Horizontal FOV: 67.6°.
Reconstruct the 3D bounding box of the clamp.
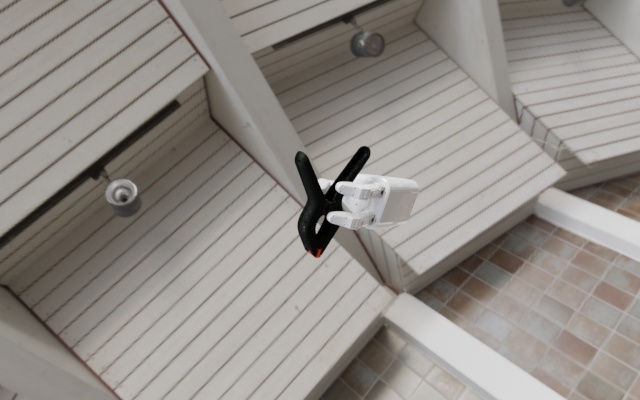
[{"bbox_3d":[0.000,0.003,0.813,0.164,0.210,0.036,-1,25,-45],"label":"clamp"}]
